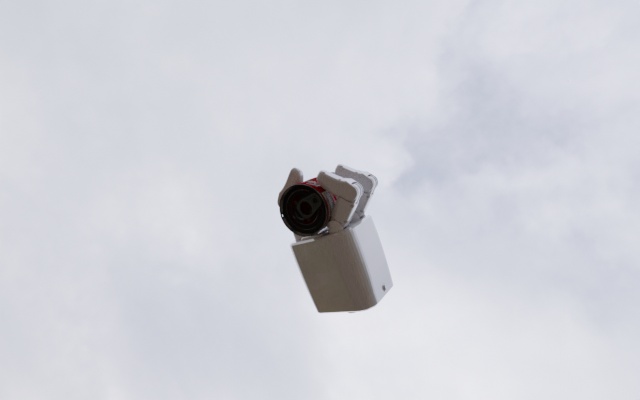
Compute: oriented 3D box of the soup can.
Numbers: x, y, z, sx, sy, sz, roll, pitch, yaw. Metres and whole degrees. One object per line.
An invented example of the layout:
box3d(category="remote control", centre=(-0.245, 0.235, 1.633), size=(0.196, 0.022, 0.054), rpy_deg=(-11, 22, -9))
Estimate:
box3d(category="soup can", centre=(0.000, 0.002, 0.640), size=(0.068, 0.068, 0.102), rpy_deg=(0, 12, 27))
